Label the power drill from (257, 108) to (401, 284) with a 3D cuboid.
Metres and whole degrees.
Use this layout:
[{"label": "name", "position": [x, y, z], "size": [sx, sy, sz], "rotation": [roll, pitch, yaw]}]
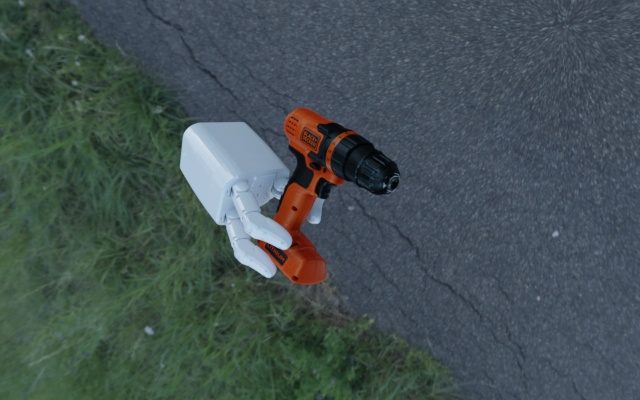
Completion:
[{"label": "power drill", "position": [0.000, 0.002, 0.564], "size": [0.057, 0.188, 0.184], "rotation": [5, 24, -40]}]
